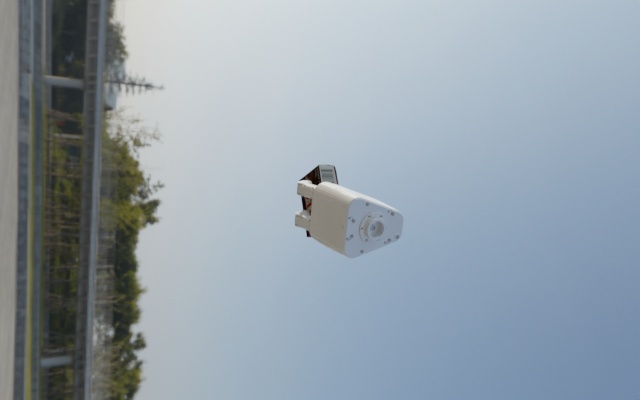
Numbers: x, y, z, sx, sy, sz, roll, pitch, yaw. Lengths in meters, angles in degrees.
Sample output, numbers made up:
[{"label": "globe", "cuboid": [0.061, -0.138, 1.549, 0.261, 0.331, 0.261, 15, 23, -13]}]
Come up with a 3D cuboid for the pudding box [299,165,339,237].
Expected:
[{"label": "pudding box", "cuboid": [0.000, 0.003, 0.853, 0.039, 0.113, 0.090, 1, -16, -27]}]
